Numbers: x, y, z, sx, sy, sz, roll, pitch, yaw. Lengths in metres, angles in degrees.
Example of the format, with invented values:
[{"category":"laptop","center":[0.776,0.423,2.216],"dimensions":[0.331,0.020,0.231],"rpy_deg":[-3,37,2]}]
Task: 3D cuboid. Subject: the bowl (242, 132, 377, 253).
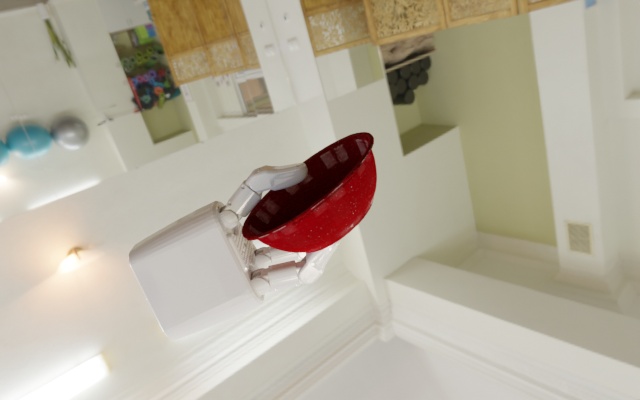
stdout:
[{"category":"bowl","center":[0.001,0.001,0.480],"dimensions":[0.162,0.055,0.162],"rpy_deg":[-35,17,13]}]
